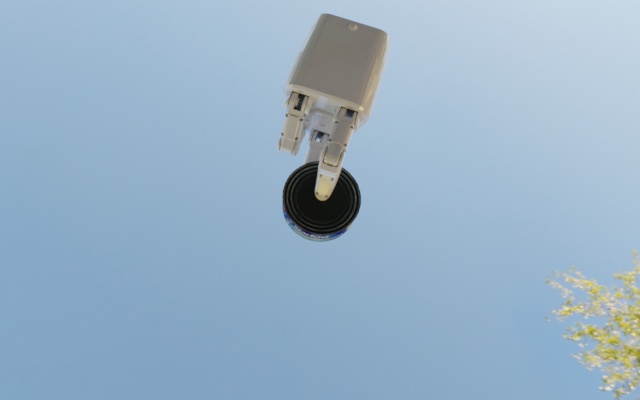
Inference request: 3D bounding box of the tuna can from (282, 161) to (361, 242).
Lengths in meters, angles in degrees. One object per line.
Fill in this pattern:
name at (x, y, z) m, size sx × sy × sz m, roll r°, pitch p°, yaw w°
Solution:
tuna can at (0.000, 0.002, 0.530) m, size 0.086 × 0.086 × 0.034 m, roll 0°, pitch -20°, yaw -6°
